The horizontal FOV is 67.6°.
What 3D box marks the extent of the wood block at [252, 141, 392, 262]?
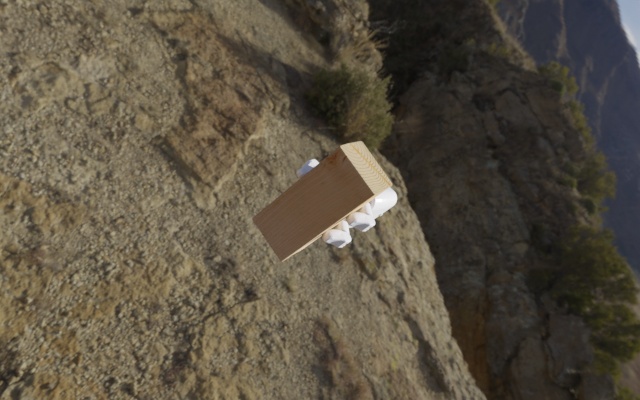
[{"bbox_3d":[0.000,0.002,0.779,0.206,0.091,0.090,-38,-6,28],"label":"wood block"}]
